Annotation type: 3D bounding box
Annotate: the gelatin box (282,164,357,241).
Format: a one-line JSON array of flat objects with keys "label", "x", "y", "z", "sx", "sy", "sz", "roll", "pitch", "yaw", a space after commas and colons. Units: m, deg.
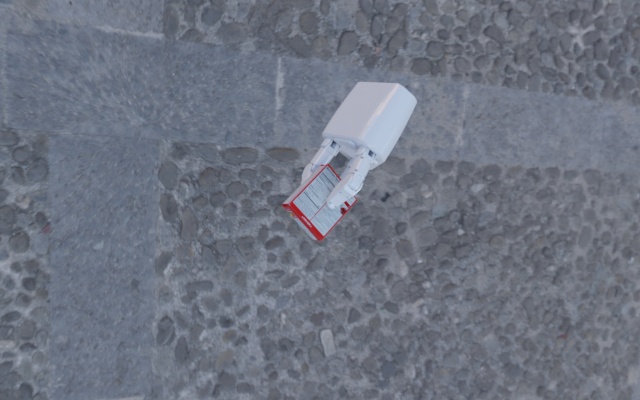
[{"label": "gelatin box", "x": 0.000, "y": 0.003, "z": 0.692, "sx": 0.089, "sy": 0.073, "sz": 0.030, "roll": -48, "pitch": 19, "yaw": -20}]
